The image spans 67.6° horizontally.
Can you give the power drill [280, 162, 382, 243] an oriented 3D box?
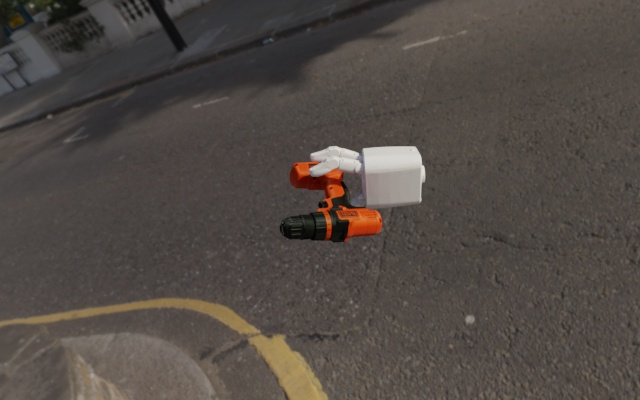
[{"bbox_3d":[0.000,0.003,0.880,0.184,0.057,0.187,-1,39,-20],"label":"power drill"}]
